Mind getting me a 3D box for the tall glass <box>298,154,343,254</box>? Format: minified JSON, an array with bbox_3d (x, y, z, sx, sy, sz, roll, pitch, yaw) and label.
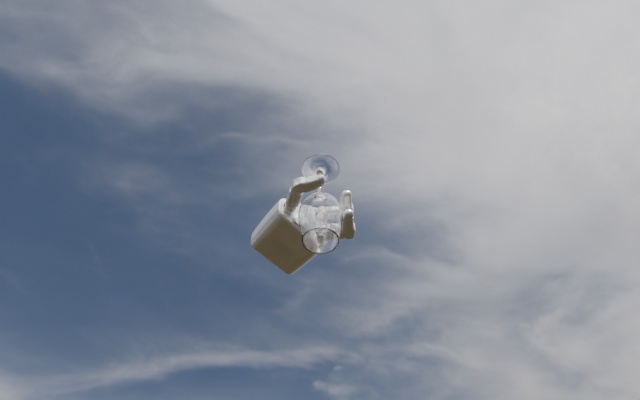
[{"bbox_3d":[0.000,0.002,0.860,0.079,0.079,0.200,0,40,0],"label":"tall glass"}]
